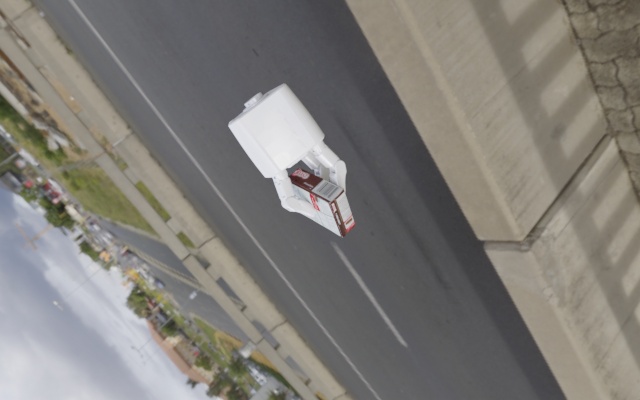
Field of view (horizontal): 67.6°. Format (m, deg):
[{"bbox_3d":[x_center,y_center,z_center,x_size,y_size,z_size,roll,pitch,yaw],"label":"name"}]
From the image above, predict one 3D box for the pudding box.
[{"bbox_3d":[0.000,0.003,0.812,0.039,0.090,0.113,-42,47,-20],"label":"pudding box"}]
